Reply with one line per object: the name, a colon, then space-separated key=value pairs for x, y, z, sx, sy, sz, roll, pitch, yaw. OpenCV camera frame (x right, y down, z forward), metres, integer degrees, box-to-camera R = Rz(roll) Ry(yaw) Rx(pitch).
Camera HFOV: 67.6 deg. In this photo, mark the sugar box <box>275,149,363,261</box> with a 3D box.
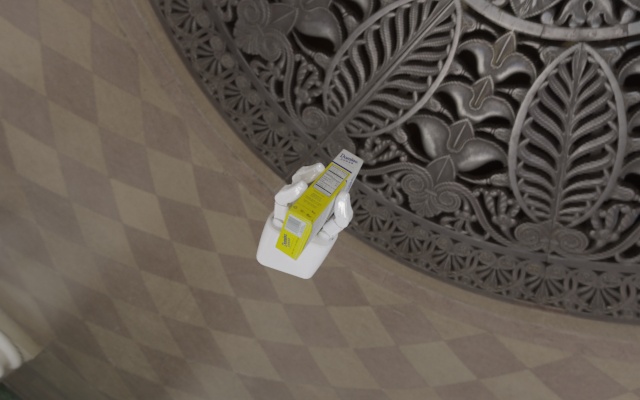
sugar box: x=0.000 y=0.002 z=0.743 sx=0.048 sy=0.093 sz=0.176 roll=30 pitch=46 yaw=7
